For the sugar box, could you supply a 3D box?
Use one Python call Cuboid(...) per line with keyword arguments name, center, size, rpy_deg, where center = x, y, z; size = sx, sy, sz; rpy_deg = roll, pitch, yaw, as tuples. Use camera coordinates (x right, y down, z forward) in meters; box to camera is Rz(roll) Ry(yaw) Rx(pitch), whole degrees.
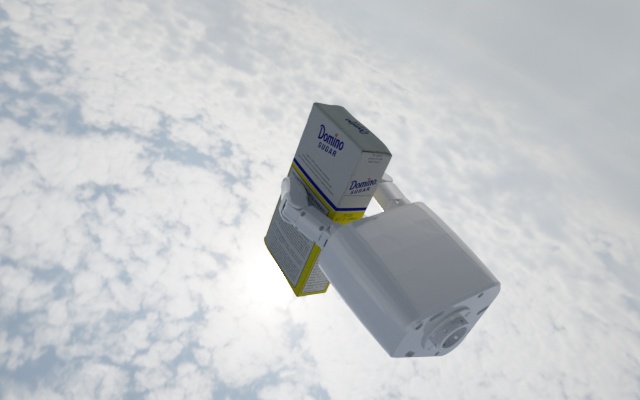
Cuboid(name="sugar box", center=(0.001, 0.002, 0.483), size=(0.048, 0.176, 0.093), rpy_deg=(2, 36, -38))
